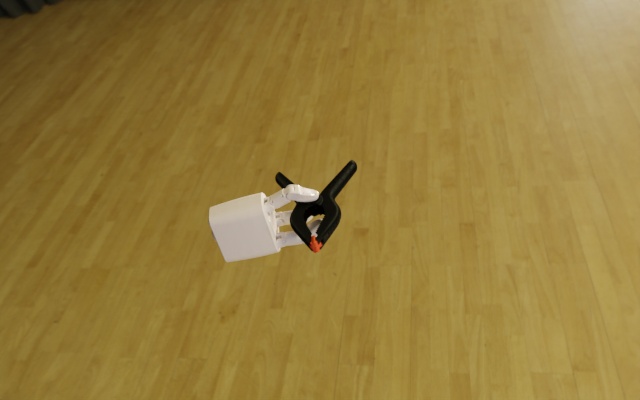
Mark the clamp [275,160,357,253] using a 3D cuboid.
[{"bbox_3d":[0.000,0.003,0.884,0.164,0.209,0.036,-14,-45,5],"label":"clamp"}]
